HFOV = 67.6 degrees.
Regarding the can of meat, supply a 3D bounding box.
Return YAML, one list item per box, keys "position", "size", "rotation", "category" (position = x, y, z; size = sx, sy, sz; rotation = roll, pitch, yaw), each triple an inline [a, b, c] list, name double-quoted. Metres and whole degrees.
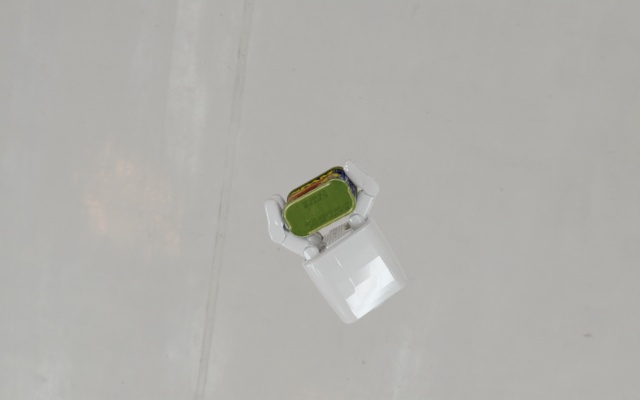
- position: [0.000, 0.002, 0.647]
  size: [0.102, 0.057, 0.084]
  rotation: [-29, 10, 9]
  category: "can of meat"
